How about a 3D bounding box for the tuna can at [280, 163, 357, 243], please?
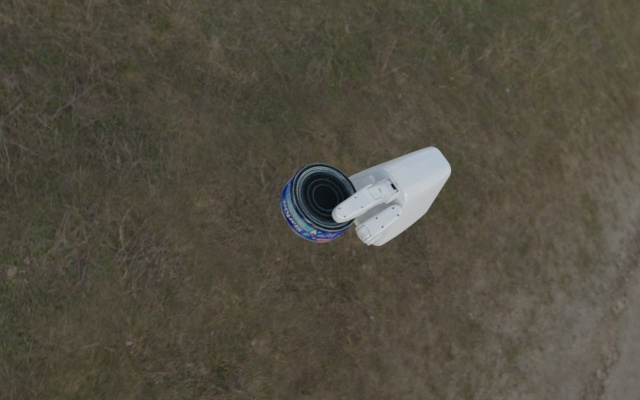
[{"bbox_3d":[0.000,0.002,0.536,0.086,0.086,0.034,0,-23,-28],"label":"tuna can"}]
